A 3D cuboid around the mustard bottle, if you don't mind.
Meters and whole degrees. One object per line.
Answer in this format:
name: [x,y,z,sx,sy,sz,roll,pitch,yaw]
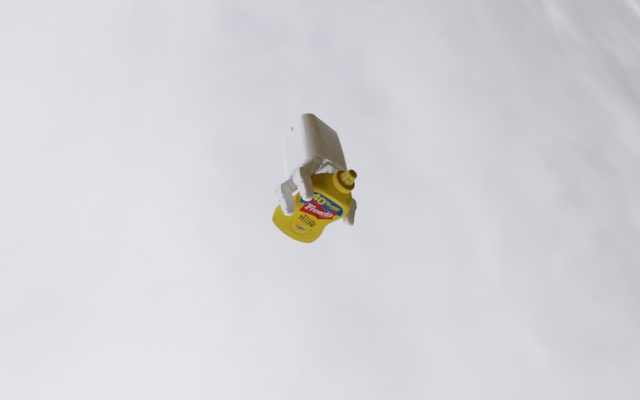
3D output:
mustard bottle: [0.000,0.003,0.854,0.096,0.058,0.192,34,-48,-17]
